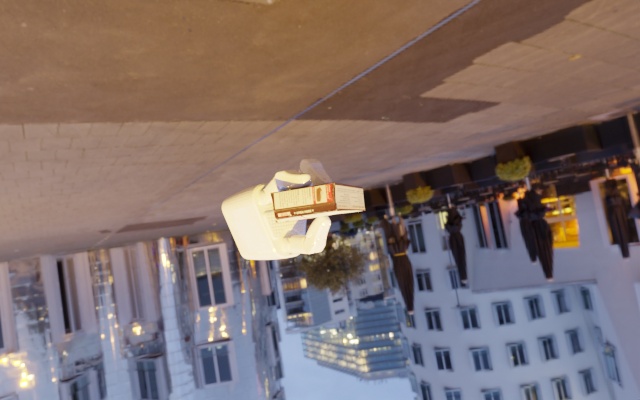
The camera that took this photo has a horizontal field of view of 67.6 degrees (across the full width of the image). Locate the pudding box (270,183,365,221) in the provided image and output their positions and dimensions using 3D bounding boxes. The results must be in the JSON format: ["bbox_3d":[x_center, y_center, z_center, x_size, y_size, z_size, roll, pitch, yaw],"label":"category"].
[{"bbox_3d":[0.000,0.002,0.636,0.090,0.039,0.113,-10,-3,22],"label":"pudding box"}]
